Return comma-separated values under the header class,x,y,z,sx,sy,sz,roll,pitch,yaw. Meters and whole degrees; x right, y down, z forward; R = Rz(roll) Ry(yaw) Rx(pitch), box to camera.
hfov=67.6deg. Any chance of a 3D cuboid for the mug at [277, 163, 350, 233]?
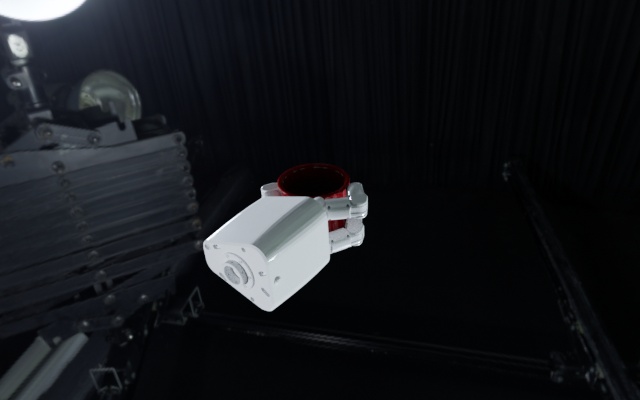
class,x,y,z,sx,sy,sz,roll,pitch,yaw
mug,0.001,0.002,0.644,0.093,0.081,0.117,19,38,32
